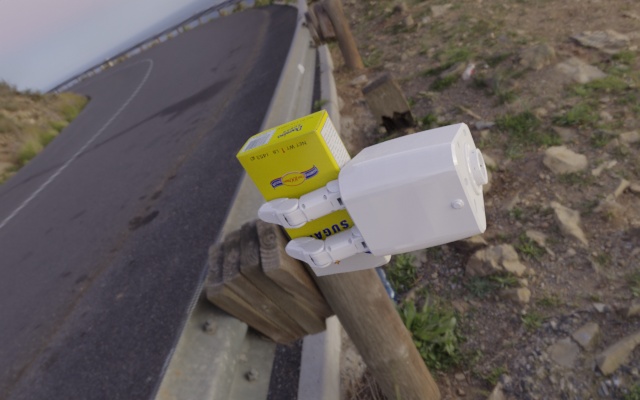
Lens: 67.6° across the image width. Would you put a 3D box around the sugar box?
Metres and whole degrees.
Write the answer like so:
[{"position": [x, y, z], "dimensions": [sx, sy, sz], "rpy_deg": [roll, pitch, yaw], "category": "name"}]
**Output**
[{"position": [0.000, 0.002, 0.495], "dimensions": [0.093, 0.176, 0.048], "rpy_deg": [-14, 31, 28], "category": "sugar box"}]
